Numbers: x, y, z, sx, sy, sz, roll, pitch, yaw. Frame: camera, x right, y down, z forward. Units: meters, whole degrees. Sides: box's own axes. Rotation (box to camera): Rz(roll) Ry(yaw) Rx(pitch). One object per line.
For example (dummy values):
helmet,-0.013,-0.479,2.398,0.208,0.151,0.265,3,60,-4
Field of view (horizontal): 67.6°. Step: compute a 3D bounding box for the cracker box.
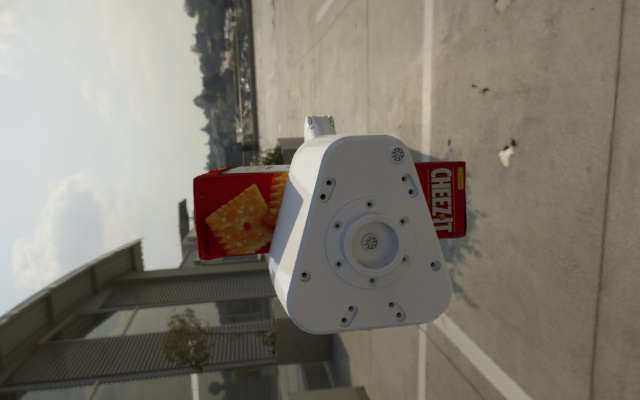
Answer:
cracker box,0.000,0.001,0.443,0.214,0.072,0.164,-3,5,-9
